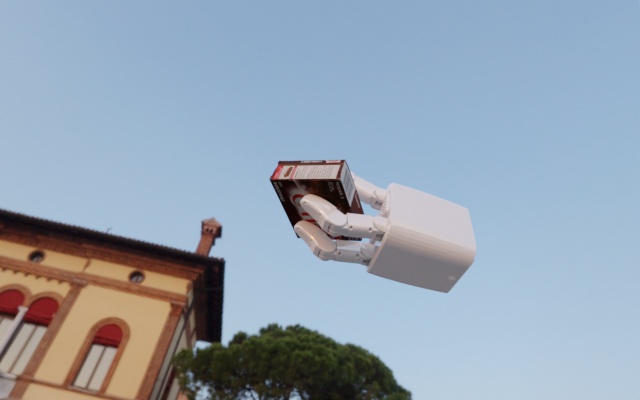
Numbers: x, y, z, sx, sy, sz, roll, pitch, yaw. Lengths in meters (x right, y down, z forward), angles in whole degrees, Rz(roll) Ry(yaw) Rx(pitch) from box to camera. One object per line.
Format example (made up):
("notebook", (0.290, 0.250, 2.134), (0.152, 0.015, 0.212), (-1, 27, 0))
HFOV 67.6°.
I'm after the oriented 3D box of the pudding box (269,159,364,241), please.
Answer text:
("pudding box", (0.000, 0.002, 0.585), (0.090, 0.114, 0.039), (0, 45, 22))
